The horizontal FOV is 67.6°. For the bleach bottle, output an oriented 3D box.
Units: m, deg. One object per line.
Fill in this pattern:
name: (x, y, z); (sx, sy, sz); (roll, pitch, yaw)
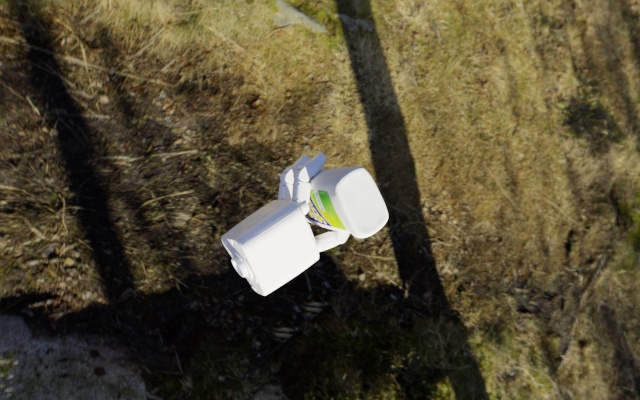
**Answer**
bleach bottle: (0.000, 0.002, 0.775); (0.068, 0.102, 0.251); (-32, 14, -25)
